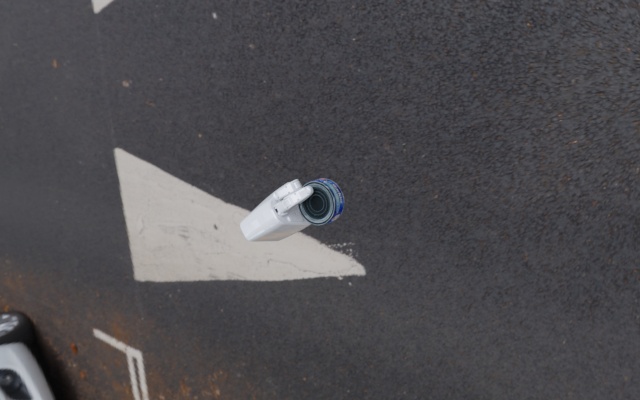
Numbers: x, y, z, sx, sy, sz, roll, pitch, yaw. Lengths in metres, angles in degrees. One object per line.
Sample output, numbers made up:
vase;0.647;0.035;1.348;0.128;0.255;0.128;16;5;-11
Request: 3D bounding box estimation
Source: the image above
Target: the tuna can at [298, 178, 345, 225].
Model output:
tuna can;0.000;0.003;0.890;0.086;0.086;0.034;0;9;34
